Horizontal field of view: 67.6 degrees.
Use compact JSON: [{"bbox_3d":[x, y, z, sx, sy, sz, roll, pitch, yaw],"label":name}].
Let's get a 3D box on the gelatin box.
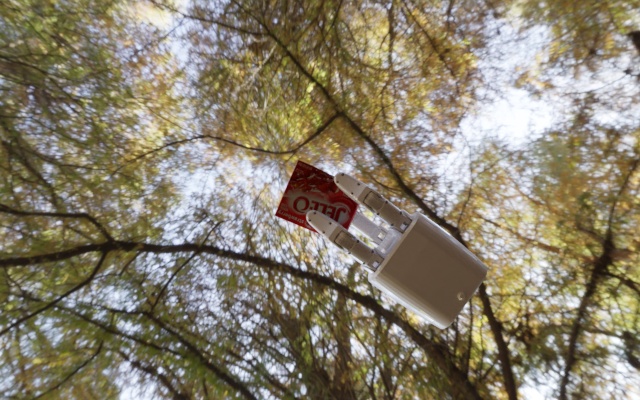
[{"bbox_3d":[0.000,0.002,0.574,0.089,0.073,0.030,23,0,5],"label":"gelatin box"}]
